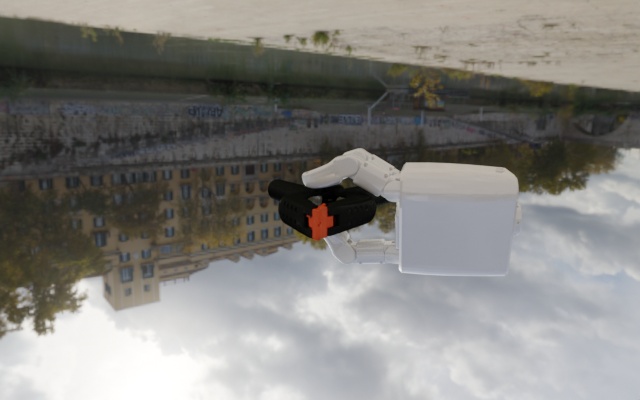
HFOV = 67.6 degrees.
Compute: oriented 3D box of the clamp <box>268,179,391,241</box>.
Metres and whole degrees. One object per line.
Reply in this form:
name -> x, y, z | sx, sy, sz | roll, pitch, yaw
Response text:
clamp -> 0.000, 0.003, 0.499 | 0.164, 0.036, 0.210 | 1, 10, 13
